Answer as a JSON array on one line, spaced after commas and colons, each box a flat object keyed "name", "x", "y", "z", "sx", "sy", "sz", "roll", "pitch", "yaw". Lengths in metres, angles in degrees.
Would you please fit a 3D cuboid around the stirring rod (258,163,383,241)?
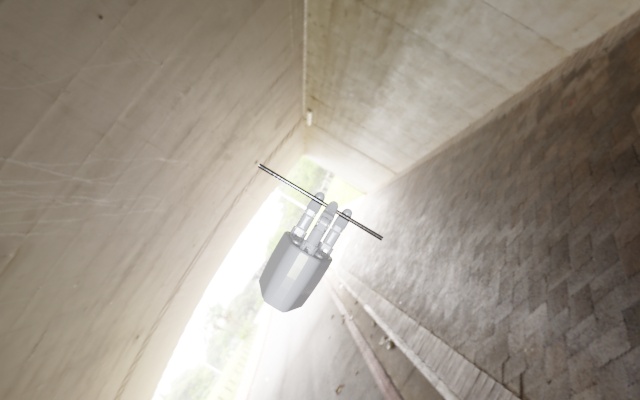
[{"name": "stirring rod", "x": 0.000, "y": 0.003, "z": 0.799, "sx": 0.239, "sy": 0.011, "sz": 0.011, "roll": 31, "pitch": 0, "yaw": 0}]
